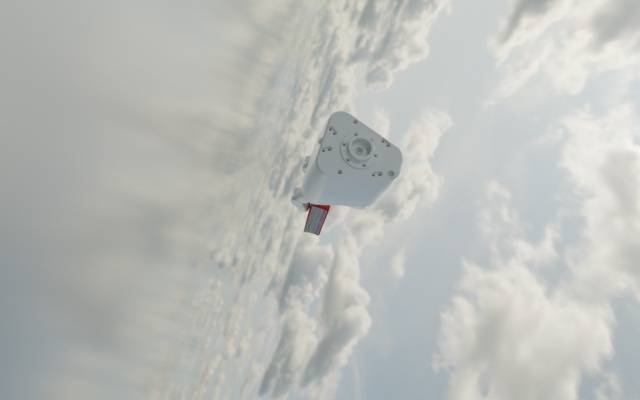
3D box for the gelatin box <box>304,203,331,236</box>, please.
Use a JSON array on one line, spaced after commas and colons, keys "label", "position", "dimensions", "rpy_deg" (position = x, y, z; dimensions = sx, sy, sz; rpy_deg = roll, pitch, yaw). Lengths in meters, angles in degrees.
[{"label": "gelatin box", "position": [0.001, 0.003, 0.750], "dimensions": [0.030, 0.073, 0.089], "rpy_deg": [16, -32, -1]}]
